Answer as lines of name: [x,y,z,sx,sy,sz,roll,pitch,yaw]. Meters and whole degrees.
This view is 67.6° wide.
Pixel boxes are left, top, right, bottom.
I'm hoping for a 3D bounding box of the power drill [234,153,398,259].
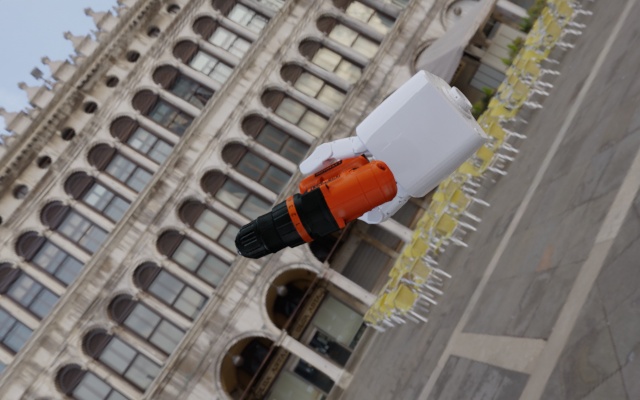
power drill: [0.000,0.002,0.568,0.184,0.057,0.187,-24,9,10]
